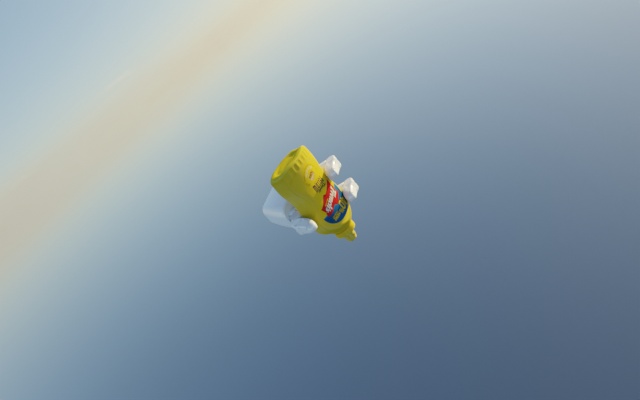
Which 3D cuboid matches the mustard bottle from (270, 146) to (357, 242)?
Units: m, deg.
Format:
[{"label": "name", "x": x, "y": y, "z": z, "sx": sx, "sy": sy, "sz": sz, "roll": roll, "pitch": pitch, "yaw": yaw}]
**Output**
[{"label": "mustard bottle", "x": 0.000, "y": 0.003, "z": 0.839, "sx": 0.058, "sy": 0.192, "sz": 0.096, "roll": -22, "pitch": 29, "yaw": 40}]
